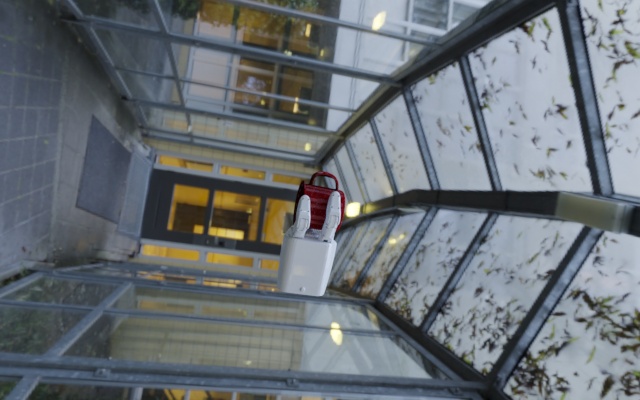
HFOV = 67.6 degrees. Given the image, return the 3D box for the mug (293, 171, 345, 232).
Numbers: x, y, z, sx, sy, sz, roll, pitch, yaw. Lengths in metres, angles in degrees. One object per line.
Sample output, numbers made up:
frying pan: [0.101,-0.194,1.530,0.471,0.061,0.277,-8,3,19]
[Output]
mug: [0.001,0.002,0.899,0.081,0.117,0.093,10,12,-11]
